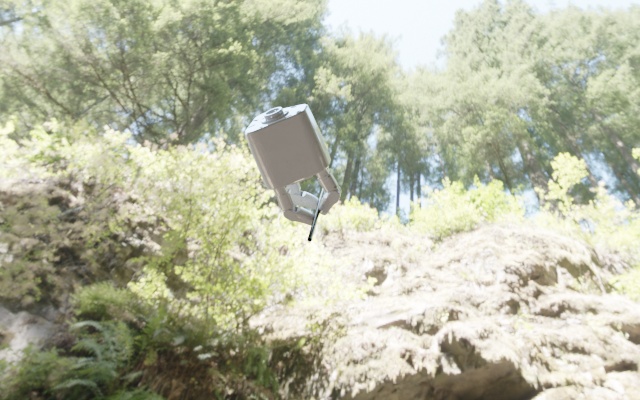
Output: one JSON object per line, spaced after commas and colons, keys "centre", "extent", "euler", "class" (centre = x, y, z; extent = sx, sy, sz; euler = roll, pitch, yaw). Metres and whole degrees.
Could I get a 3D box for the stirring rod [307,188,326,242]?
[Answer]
{"centre": [0.000, 0.003, 0.866], "extent": [0.011, 0.011, 0.239], "euler": [0, 30, 10], "class": "stirring rod"}
